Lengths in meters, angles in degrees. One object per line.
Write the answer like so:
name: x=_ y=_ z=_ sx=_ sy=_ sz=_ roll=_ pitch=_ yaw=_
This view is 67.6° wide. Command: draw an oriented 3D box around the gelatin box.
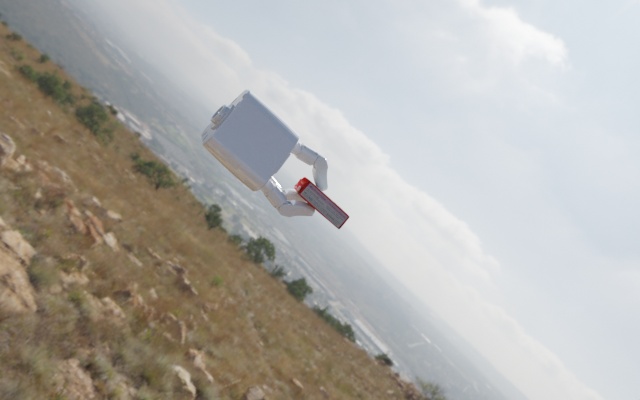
gelatin box: x=0.001 y=0.002 z=0.765 sx=0.089 sy=0.030 sz=0.073 roll=41 pitch=1 yaw=-11
